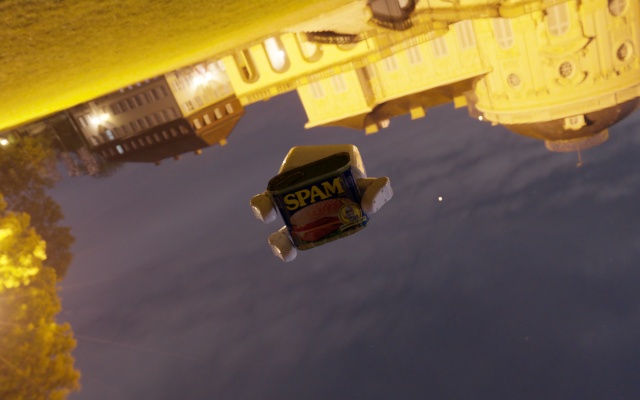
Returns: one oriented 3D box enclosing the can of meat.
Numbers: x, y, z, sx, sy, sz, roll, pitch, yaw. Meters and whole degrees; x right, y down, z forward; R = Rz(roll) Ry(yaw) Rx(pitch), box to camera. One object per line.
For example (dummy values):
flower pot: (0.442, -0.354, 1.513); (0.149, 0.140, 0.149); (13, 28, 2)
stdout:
can of meat: (0.000, 0.002, 0.563); (0.102, 0.084, 0.057); (-19, 22, 7)
